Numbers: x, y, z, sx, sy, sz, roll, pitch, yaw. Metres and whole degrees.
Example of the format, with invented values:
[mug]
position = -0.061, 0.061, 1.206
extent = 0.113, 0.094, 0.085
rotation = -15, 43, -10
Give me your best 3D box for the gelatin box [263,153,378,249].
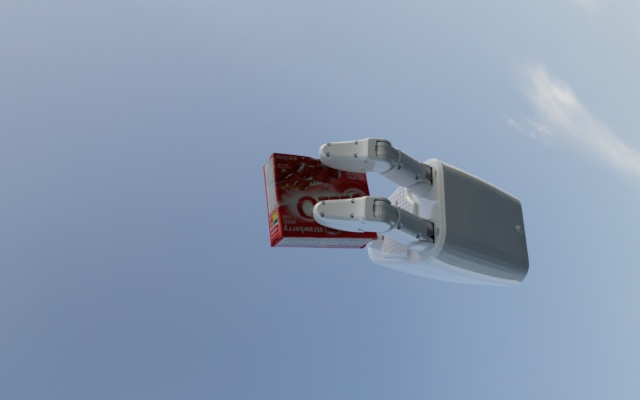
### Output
[gelatin box]
position = 0.000, 0.001, 0.400
extent = 0.089, 0.073, 0.030
rotation = 4, -24, -25
